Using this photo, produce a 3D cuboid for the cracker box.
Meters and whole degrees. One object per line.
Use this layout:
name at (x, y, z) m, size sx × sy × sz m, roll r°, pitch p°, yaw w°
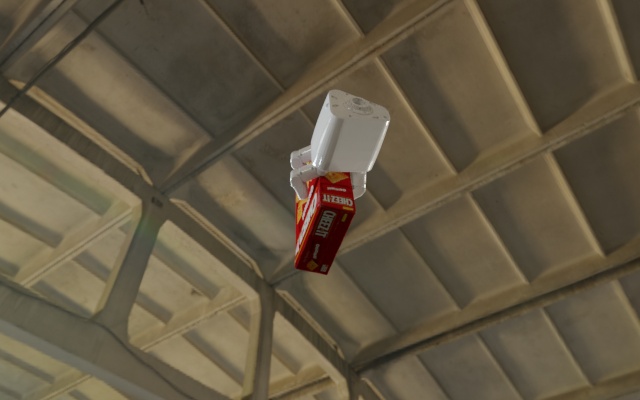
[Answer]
cracker box at (0.000, 0.003, 0.894) m, size 0.072 × 0.164 × 0.213 m, roll 11°, pitch 39°, yaw -12°
